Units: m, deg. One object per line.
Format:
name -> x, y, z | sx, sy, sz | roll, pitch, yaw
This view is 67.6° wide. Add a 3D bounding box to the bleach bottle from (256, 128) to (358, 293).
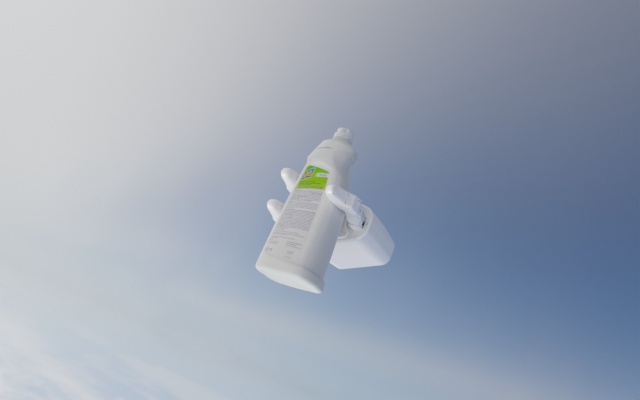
bleach bottle -> 0.000, 0.002, 0.698 | 0.102, 0.250, 0.068 | 7, -26, 37
